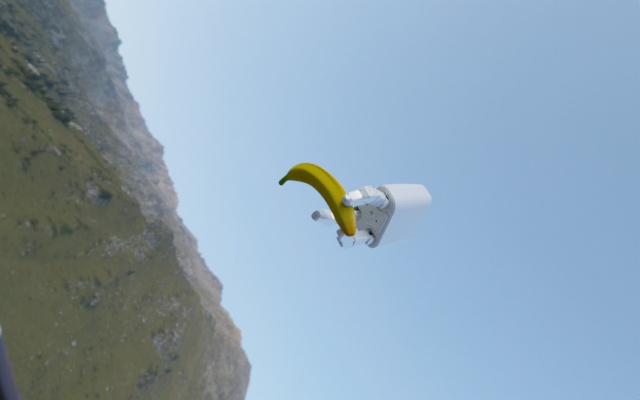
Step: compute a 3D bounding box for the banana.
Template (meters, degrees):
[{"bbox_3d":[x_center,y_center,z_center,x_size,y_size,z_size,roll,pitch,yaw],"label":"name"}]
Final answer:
[{"bbox_3d":[0.003,-0.015,0.807,0.037,0.070,0.197,-3,30,-42],"label":"banana"}]
